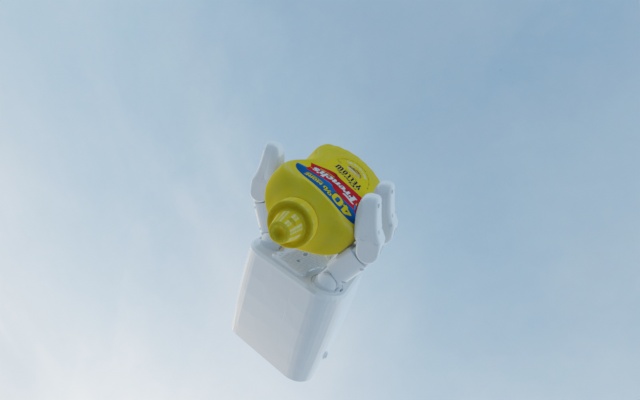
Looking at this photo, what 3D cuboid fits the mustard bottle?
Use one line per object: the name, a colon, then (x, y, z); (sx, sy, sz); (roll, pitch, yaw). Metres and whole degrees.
mustard bottle: (0.000, 0.001, 0.447); (0.058, 0.096, 0.191); (-45, -4, 25)
